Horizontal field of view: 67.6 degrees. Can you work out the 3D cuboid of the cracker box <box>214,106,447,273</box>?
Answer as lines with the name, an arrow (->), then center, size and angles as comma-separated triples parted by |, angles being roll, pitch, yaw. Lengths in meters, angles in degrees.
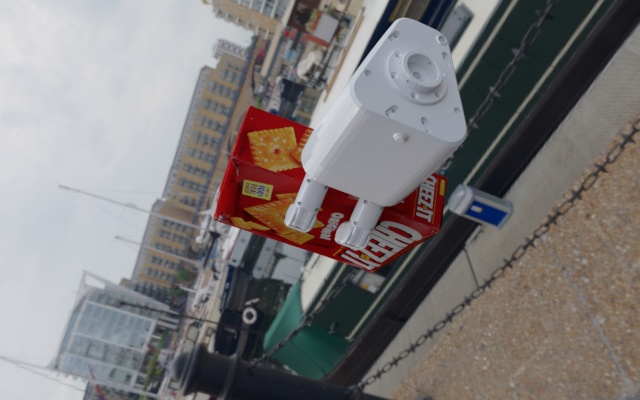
cracker box -> 0.000, 0.001, 0.521 | 0.214, 0.072, 0.164 | 20, -28, -11
